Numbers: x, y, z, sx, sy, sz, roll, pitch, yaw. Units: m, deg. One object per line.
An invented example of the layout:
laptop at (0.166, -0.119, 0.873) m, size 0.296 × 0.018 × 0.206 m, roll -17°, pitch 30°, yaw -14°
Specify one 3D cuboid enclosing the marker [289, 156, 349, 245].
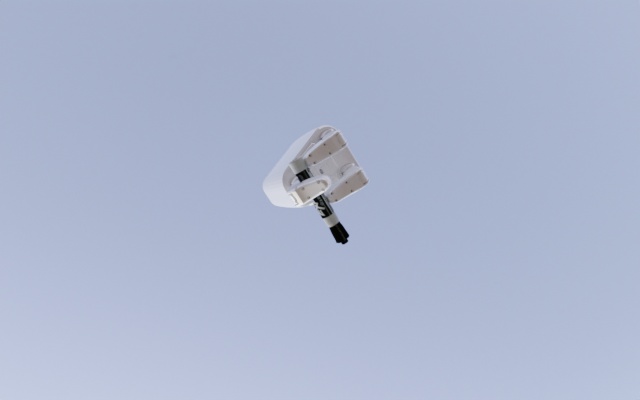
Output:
marker at (0.000, 0.002, 0.582) m, size 0.020 × 0.121 × 0.020 m, roll -30°, pitch 11°, yaw 6°
